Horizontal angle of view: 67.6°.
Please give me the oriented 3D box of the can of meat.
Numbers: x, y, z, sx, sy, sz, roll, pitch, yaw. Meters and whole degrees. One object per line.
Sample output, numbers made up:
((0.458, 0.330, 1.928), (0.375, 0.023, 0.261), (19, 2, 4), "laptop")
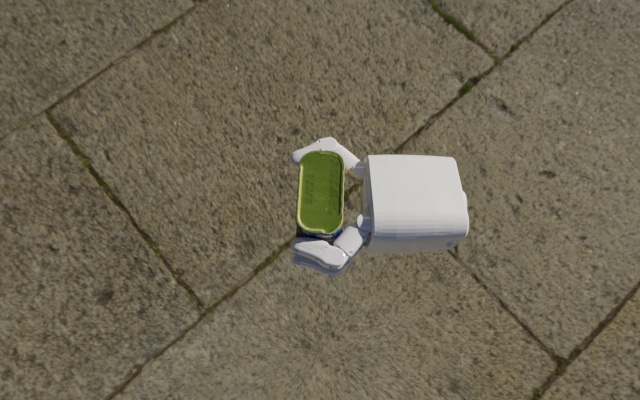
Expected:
((0.000, 0.002, 0.554), (0.057, 0.102, 0.084), (2, -18, 0), "can of meat")
